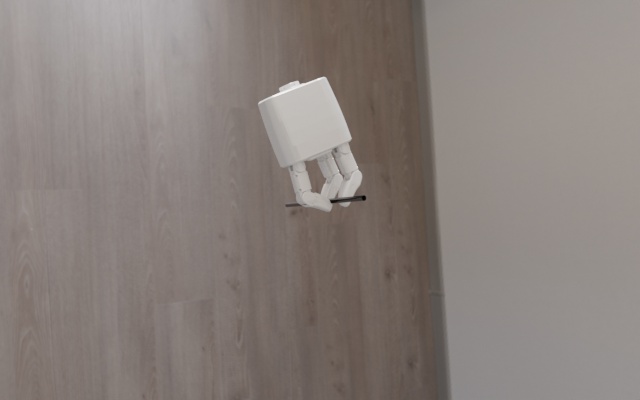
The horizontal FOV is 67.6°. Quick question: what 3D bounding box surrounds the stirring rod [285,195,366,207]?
[{"bbox_3d":[0.000,0.003,0.785,0.011,0.011,0.239,0,-3,-31],"label":"stirring rod"}]
